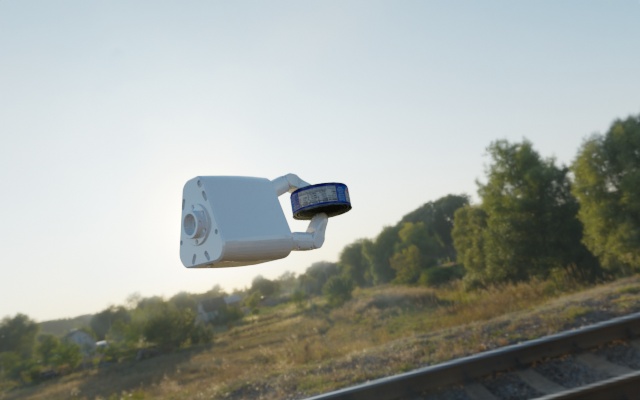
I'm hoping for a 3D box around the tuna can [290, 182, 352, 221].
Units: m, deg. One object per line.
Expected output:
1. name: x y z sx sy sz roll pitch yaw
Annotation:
1. tuna can: 0.000 0.002 0.674 0.086 0.033 0.086 -9 -14 -2
